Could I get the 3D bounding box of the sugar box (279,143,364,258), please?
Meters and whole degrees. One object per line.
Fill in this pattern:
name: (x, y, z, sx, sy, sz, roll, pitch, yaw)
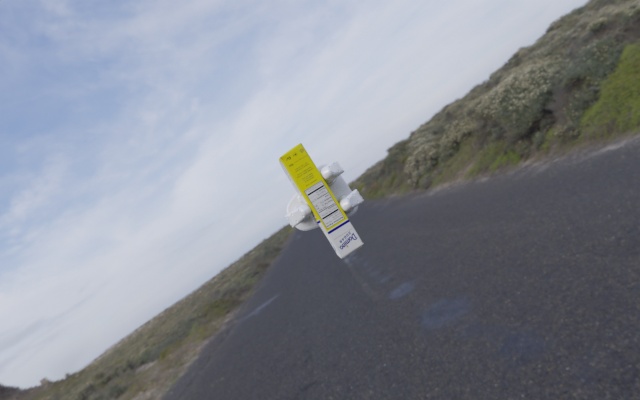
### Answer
sugar box: (0.001, 0.002, 0.734, 0.048, 0.176, 0.093, -34, -1, -3)
